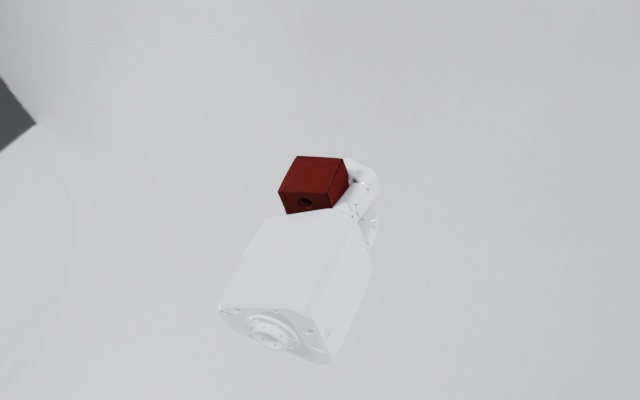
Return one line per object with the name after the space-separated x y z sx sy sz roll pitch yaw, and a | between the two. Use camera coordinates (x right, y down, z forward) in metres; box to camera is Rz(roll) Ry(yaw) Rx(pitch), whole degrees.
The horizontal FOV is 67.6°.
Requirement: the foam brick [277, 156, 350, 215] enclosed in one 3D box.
0.000 0.001 0.476 0.053 0.078 0.051 4 46 26 | foam brick
